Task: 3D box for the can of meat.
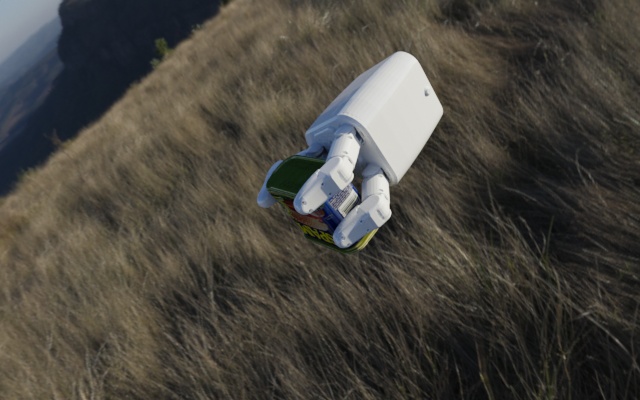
[{"bbox_3d":[0.000,0.001,0.496,0.102,0.057,0.084,15,-30,53],"label":"can of meat"}]
